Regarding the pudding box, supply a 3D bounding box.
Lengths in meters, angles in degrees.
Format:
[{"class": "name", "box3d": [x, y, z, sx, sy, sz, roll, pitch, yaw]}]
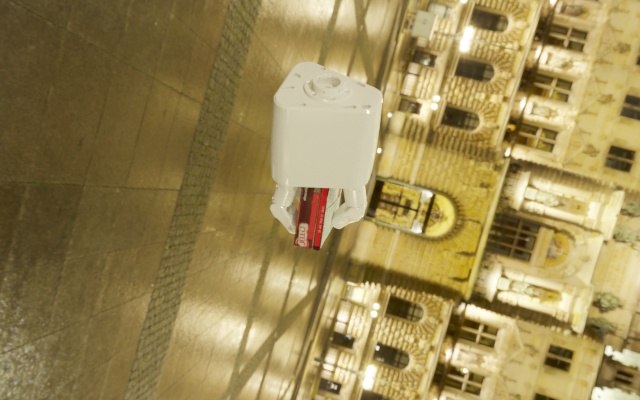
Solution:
[{"class": "pudding box", "box3d": [0.000, 0.002, 0.613, 0.039, 0.090, 0.113, 13, 19, 10]}]
